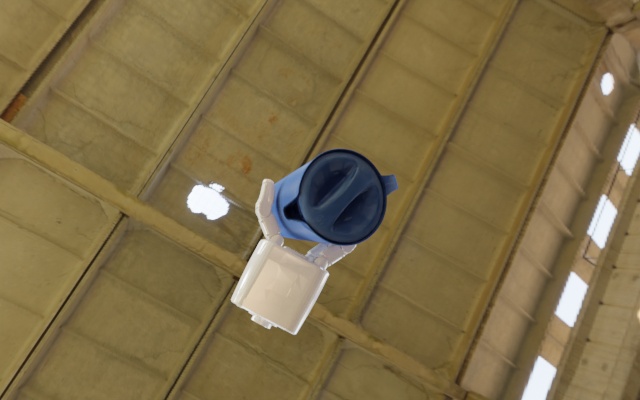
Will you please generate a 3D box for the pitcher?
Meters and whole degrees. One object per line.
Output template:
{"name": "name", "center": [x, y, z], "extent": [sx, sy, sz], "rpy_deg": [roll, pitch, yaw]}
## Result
{"name": "pitcher", "center": [0.000, 0.003, 0.758], "extent": [0.149, 0.145, 0.243], "rpy_deg": [30, -14, -17]}
